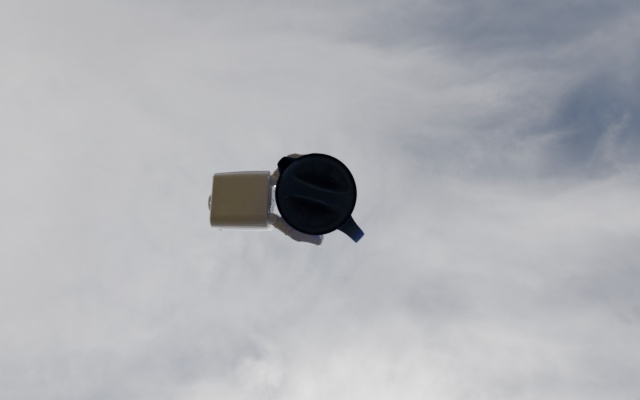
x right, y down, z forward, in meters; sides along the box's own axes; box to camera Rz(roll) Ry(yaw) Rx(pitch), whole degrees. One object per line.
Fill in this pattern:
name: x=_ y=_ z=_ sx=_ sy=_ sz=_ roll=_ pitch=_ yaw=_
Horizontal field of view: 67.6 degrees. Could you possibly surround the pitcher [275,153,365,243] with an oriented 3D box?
pitcher: x=0.000 y=0.003 z=0.881 sx=0.145 sy=0.149 sz=0.243 roll=-2 pitch=-3 yaw=0
